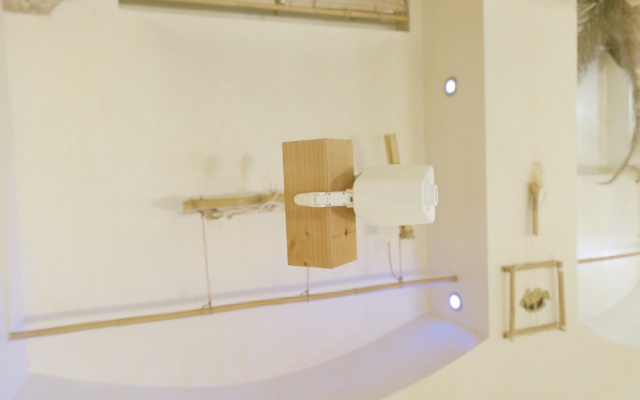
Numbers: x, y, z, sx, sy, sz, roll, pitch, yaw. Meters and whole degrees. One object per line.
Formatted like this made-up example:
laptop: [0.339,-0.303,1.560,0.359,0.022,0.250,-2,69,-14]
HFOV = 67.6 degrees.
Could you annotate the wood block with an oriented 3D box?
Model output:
wood block: [0.000,0.003,0.803,0.090,0.206,0.091,0,4,33]
